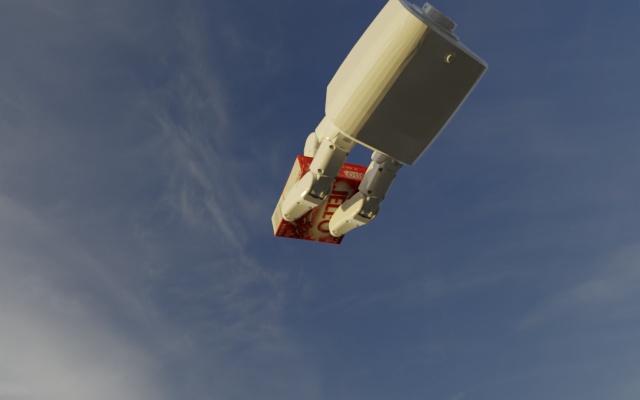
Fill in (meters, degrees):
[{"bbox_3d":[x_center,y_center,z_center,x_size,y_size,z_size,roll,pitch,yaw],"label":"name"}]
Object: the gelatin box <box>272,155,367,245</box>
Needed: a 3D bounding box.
[{"bbox_3d":[0.000,0.001,0.473,0.073,0.089,0.030,9,39,-22],"label":"gelatin box"}]
